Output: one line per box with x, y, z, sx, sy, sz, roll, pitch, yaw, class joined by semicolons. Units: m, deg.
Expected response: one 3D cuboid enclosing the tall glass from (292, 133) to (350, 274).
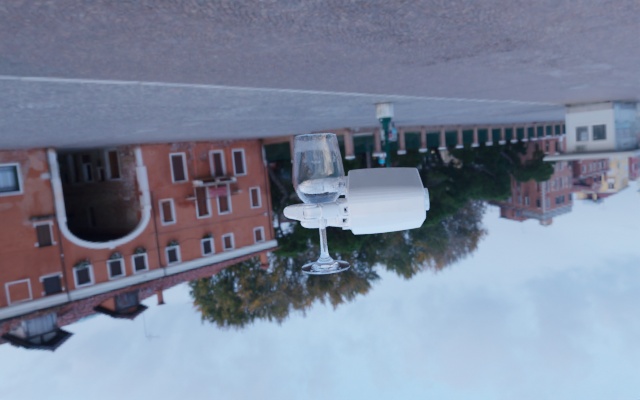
0.000;0.003;0.711;0.079;0.201;0.079;-5;6;0;tall glass
